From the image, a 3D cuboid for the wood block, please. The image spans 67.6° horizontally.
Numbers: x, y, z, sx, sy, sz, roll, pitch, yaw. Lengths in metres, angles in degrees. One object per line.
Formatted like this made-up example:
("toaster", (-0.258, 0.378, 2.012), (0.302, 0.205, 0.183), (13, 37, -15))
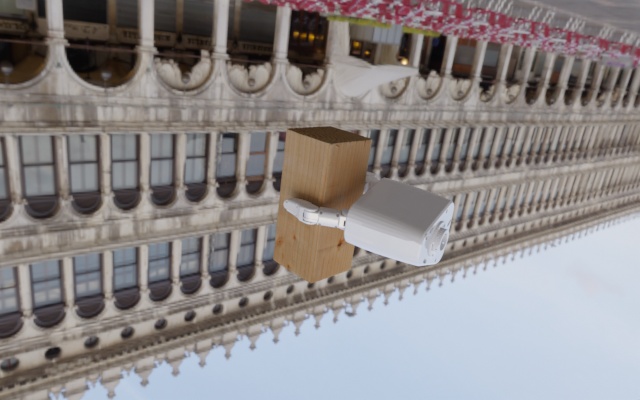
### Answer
("wood block", (0.000, 0.003, 0.702), (0.091, 0.206, 0.090), (-11, 27, -43))
